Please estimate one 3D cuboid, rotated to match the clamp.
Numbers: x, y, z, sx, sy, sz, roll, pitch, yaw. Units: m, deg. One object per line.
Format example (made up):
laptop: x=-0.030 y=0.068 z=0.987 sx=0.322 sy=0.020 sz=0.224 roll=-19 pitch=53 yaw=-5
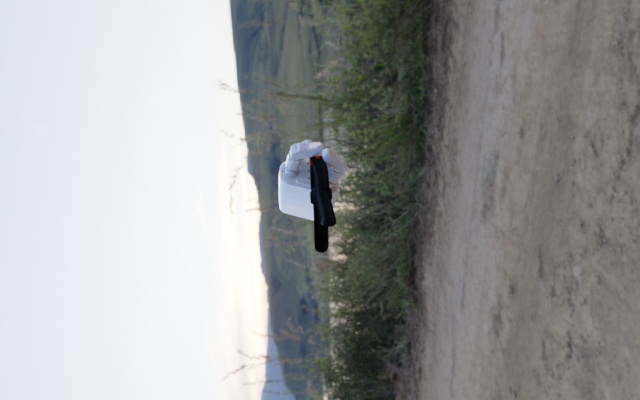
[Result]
clamp: x=0.000 y=0.003 z=0.830 sx=0.039 sy=0.171 sz=0.120 roll=4 pitch=-38 yaw=-11
